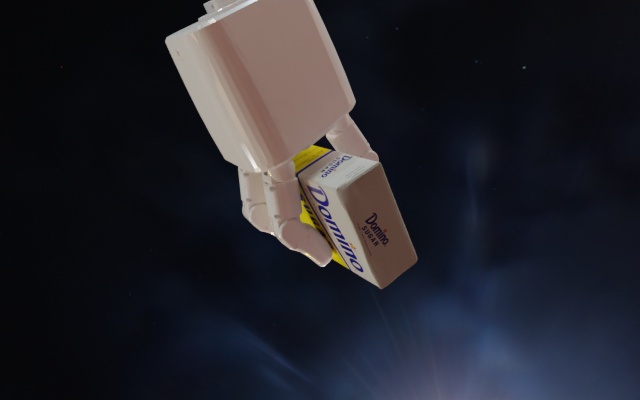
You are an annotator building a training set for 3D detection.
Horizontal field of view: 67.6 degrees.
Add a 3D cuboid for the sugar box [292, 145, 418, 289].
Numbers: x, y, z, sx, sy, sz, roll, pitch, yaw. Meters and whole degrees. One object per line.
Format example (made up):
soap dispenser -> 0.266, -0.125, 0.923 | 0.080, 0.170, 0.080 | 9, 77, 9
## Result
sugar box -> 0.000, 0.002, 0.413 | 0.048, 0.093, 0.176 | -33, 26, -17
